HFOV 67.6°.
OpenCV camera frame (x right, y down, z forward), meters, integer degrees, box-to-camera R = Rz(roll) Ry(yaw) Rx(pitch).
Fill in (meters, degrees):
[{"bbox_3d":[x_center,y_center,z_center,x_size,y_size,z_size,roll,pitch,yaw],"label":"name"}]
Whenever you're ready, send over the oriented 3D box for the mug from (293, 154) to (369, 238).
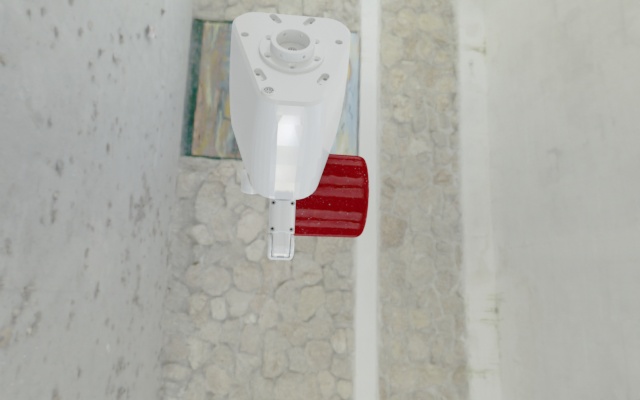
[{"bbox_3d":[0.000,0.002,0.481,0.081,0.093,0.117,3,-35,-5],"label":"mug"}]
